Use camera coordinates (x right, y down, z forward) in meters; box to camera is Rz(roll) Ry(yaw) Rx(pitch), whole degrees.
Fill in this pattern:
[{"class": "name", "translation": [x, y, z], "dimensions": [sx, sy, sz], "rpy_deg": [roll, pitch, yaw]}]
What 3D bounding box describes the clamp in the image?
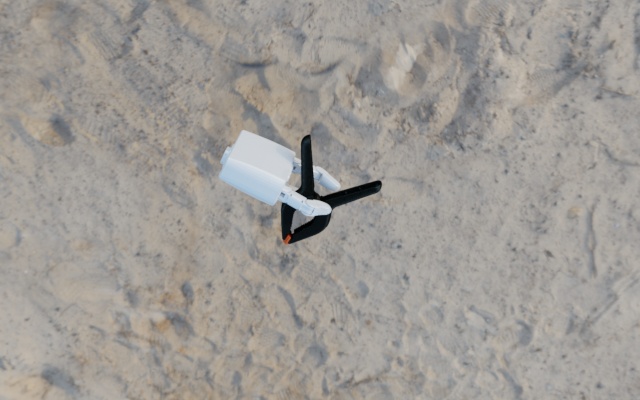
[{"class": "clamp", "translation": [0.000, 0.004, 0.869], "dimensions": [0.164, 0.210, 0.036], "rpy_deg": [26, 25, -8]}]
